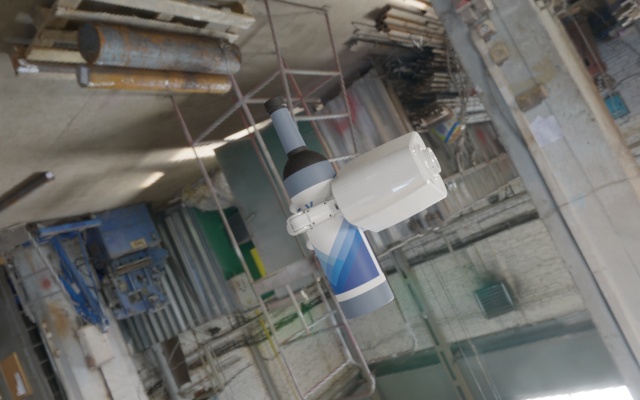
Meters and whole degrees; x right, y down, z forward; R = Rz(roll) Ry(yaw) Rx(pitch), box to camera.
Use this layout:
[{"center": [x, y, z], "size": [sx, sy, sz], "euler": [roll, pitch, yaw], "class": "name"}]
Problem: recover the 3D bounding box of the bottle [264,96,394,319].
[{"center": [0.000, 0.002, 0.612], "size": [0.069, 0.295, 0.069], "euler": [-25, -5, -2], "class": "bottle"}]
